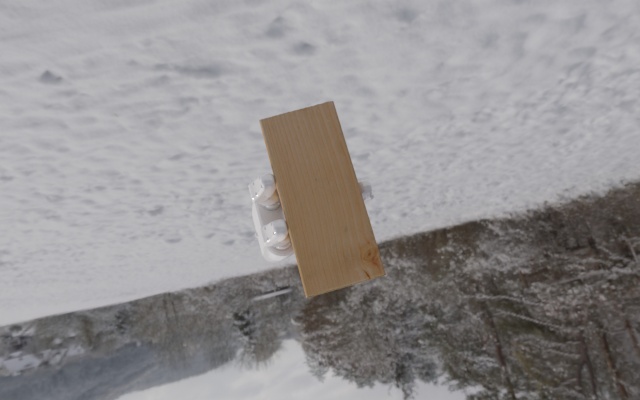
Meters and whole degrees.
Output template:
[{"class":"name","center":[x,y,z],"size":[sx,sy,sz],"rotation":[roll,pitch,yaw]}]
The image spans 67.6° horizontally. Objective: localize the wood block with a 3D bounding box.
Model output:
[{"class":"wood block","center":[0.000,0.002,0.566],"size":[0.091,0.206,0.090],"rotation":[-16,-11,-3]}]
